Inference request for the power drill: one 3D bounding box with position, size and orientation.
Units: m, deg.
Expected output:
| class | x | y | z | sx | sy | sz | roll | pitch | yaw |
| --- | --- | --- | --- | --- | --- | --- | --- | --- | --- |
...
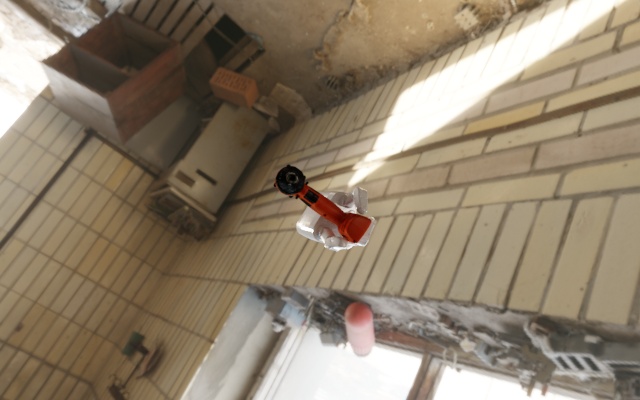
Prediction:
| class | x | y | z | sx | sy | sz | roll | pitch | yaw |
| --- | --- | --- | --- | --- | --- | --- | --- | --- | --- |
| power drill | 0.000 | 0.003 | 0.866 | 0.187 | 0.057 | 0.184 | 37 | -2 | -5 |
